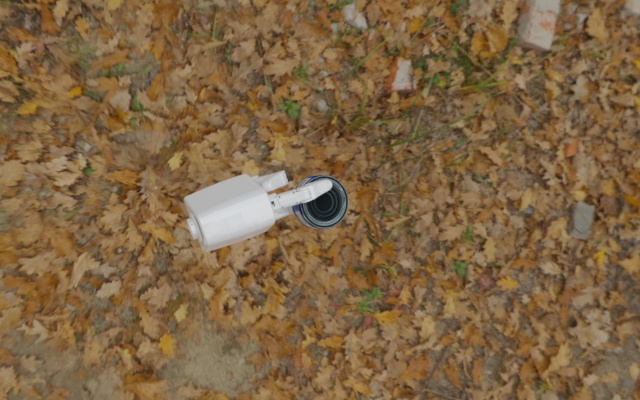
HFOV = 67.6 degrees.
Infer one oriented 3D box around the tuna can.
[{"bbox_3d":[0.000,0.002,0.752,0.086,0.086,0.034,0,0,-24],"label":"tuna can"}]
